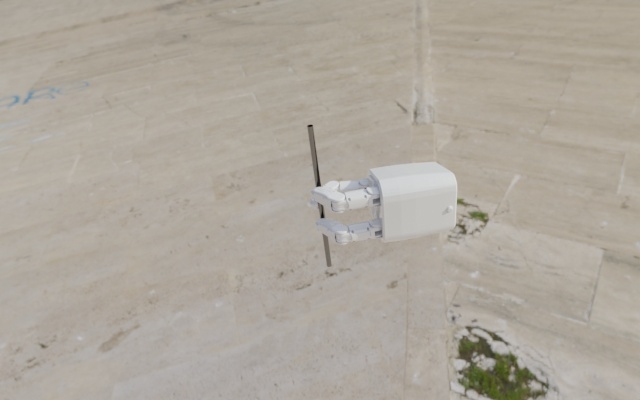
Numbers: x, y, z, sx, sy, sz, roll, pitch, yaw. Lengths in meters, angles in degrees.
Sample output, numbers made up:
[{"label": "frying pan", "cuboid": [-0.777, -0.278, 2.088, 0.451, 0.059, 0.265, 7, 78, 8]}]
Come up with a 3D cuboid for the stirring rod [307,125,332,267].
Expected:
[{"label": "stirring rod", "cuboid": [0.000, 0.002, 0.693, 0.011, 0.240, 0.011, -6, 33, 4]}]
